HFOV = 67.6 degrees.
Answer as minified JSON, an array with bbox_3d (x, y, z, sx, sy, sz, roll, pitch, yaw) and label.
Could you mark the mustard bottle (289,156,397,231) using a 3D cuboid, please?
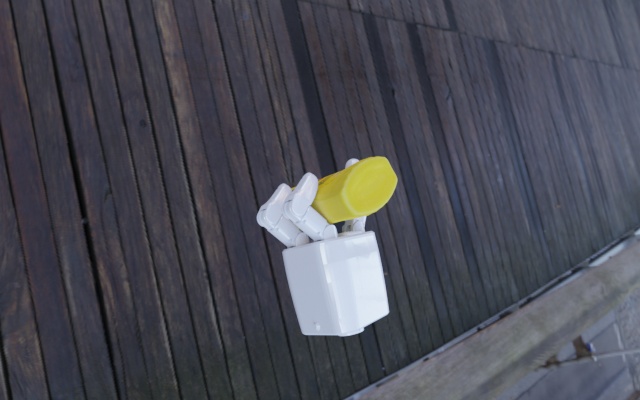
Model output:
[{"bbox_3d":[0.000,0.002,0.604,0.191,0.058,0.096,-19,16,50],"label":"mustard bottle"}]
